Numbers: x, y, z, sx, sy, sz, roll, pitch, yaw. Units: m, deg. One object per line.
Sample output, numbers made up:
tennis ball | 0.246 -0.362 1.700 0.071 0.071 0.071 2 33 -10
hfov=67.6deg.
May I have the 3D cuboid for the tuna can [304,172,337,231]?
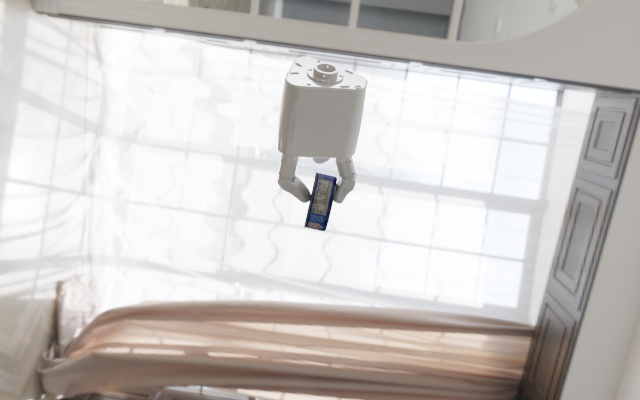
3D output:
tuna can | 0.001 0.003 0.716 0.034 0.086 0.086 12 0 -1
